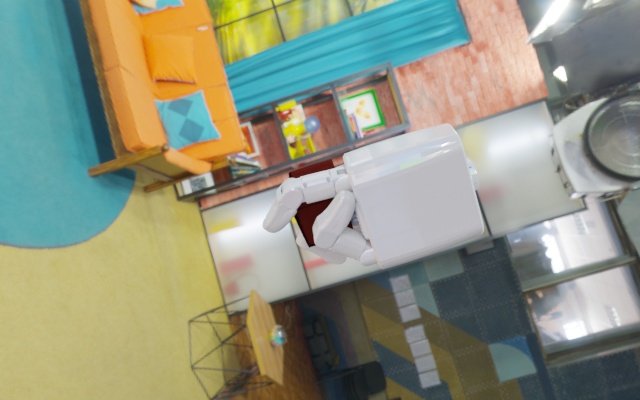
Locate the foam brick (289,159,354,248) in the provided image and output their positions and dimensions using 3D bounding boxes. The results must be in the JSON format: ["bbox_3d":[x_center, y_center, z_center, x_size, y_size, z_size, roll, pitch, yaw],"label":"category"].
[{"bbox_3d":[0.000,0.001,0.508,0.051,0.053,0.078,-19,34,6],"label":"foam brick"}]
